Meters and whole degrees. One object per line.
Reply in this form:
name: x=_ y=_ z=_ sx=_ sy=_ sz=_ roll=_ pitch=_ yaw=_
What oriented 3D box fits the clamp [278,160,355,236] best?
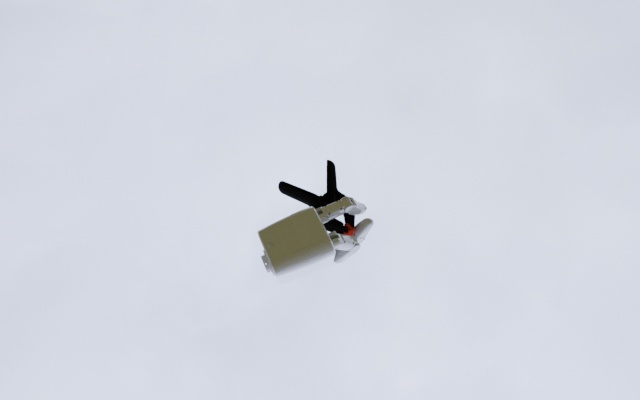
clamp: x=0.000 y=0.003 z=0.877 sx=0.120 sy=0.171 sz=0.039 roll=-22 pitch=-35 yaw=-9
